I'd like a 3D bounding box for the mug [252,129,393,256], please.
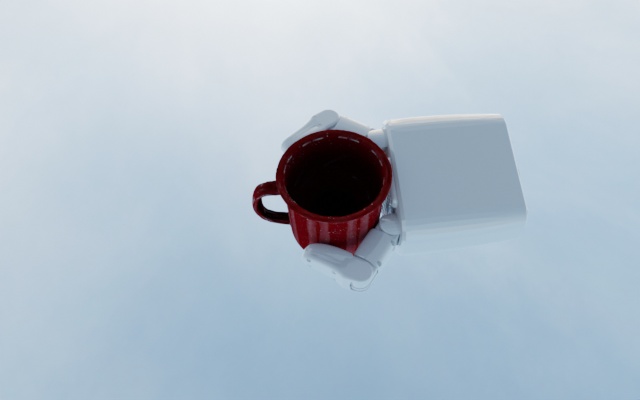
[{"bbox_3d":[-0.001,0.002,0.412,0.117,0.093,0.082,-6,-34,-1],"label":"mug"}]
